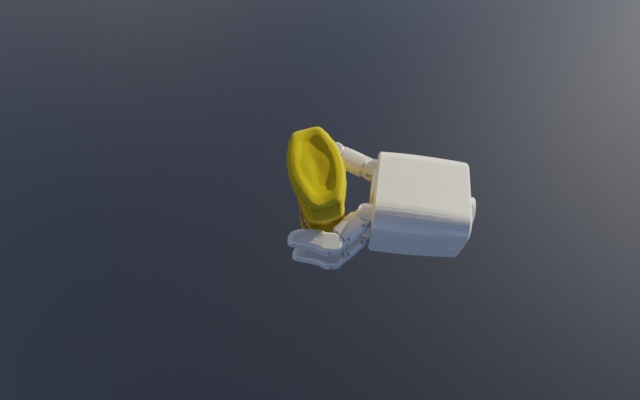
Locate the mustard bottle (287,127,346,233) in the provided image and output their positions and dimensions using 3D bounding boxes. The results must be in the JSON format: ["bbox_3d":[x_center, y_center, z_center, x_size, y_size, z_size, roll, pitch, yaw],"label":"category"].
[{"bbox_3d":[0.000,0.002,0.567,0.058,0.096,0.192,-16,-24,-4],"label":"mustard bottle"}]
